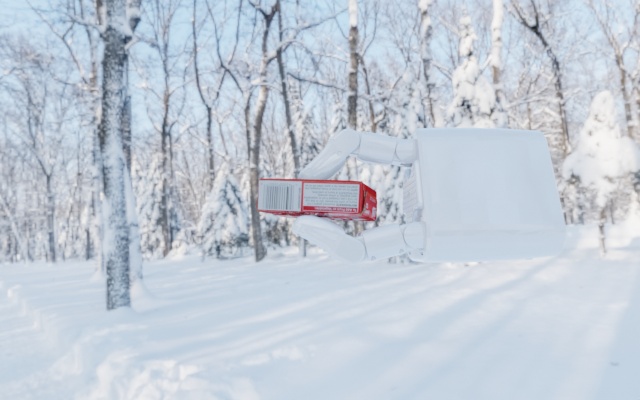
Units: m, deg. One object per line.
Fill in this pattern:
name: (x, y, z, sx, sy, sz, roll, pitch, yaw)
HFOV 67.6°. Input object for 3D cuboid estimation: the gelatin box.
gelatin box: (0.000, 0.001, 0.407, 0.089, 0.030, 0.073, 2, -5, 14)
